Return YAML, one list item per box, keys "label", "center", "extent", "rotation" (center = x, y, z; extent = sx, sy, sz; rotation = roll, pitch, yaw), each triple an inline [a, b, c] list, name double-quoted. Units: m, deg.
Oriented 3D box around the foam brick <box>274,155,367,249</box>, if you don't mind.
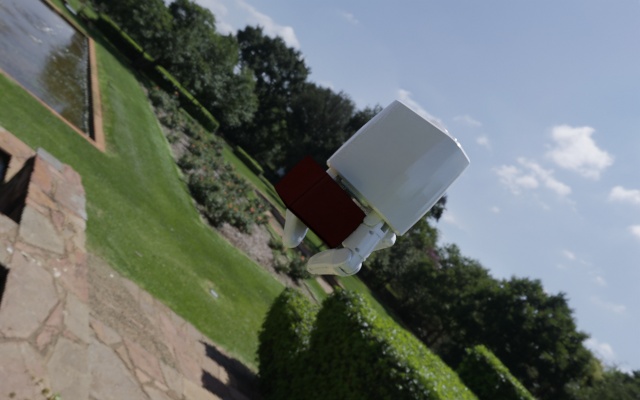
- label: "foam brick"
  center: [0.000, 0.002, 0.489]
  extent: [0.078, 0.051, 0.053]
  rotation: [45, 3, -35]
